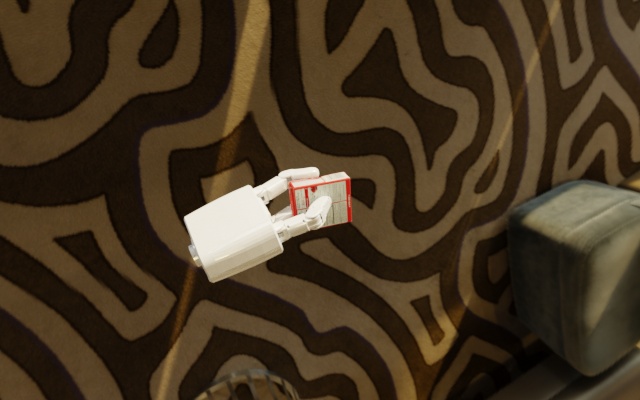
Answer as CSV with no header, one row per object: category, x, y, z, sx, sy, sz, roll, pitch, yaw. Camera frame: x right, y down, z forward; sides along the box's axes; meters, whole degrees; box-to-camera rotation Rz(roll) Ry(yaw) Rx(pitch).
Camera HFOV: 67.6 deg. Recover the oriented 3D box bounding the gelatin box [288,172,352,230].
gelatin box,0.001,0.002,0.705,0.089,0.073,0.030,-11,26,-13
